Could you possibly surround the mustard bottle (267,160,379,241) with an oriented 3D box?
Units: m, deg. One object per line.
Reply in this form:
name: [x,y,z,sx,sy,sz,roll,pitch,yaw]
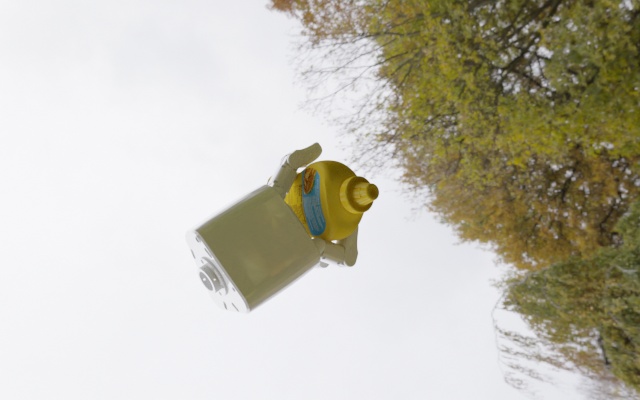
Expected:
mustard bottle: [0.000,0.002,0.577,0.058,0.096,0.191,-4,-4,-35]
